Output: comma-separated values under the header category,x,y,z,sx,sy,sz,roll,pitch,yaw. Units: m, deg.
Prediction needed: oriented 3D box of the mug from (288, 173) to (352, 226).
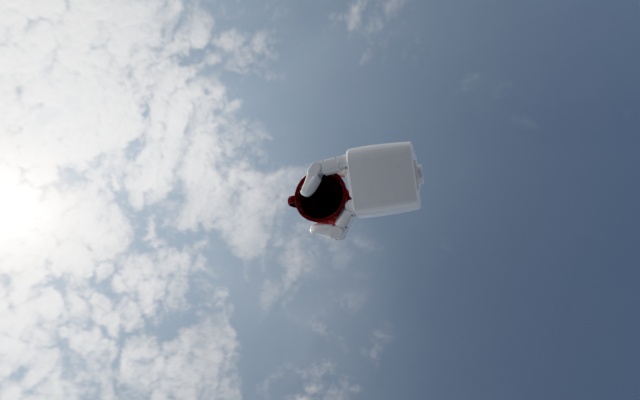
category,x,y,z,sx,sy,sz,roll,pitch,yaw
mug,-0.001,0.003,0.842,0.117,0.093,0.081,-5,-17,17
